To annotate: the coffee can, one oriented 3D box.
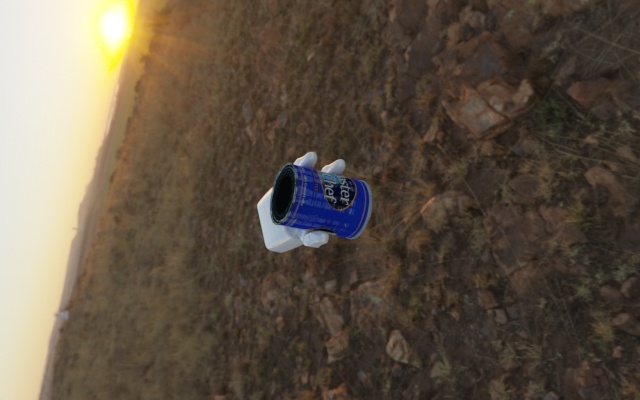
[{"bbox_3d":[0.000,0.003,0.791,0.140,0.103,0.103,12,-5,-26],"label":"coffee can"}]
